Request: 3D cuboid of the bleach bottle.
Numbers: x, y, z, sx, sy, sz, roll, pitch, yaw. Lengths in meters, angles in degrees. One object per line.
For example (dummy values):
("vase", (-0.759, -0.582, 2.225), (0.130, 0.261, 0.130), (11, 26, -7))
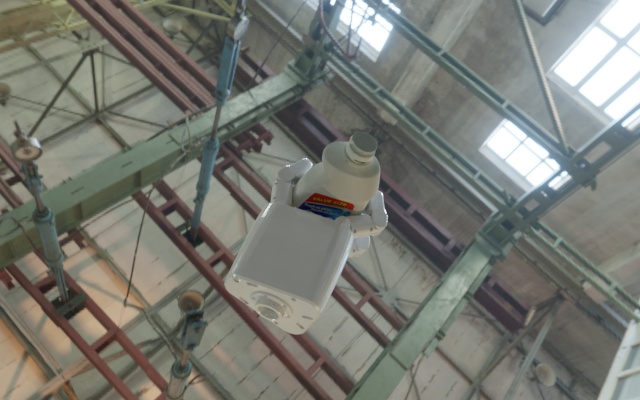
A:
("bleach bottle", (0.000, 0.002, 0.601), (0.102, 0.068, 0.251), (28, -39, -2))
